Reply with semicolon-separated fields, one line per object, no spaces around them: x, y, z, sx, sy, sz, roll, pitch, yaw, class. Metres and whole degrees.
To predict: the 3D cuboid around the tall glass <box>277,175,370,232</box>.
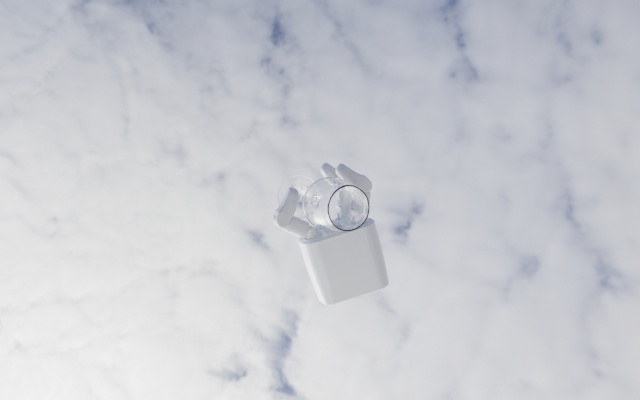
0.000;0.002;0.718;0.079;0.079;0.201;0;4;-22;tall glass
